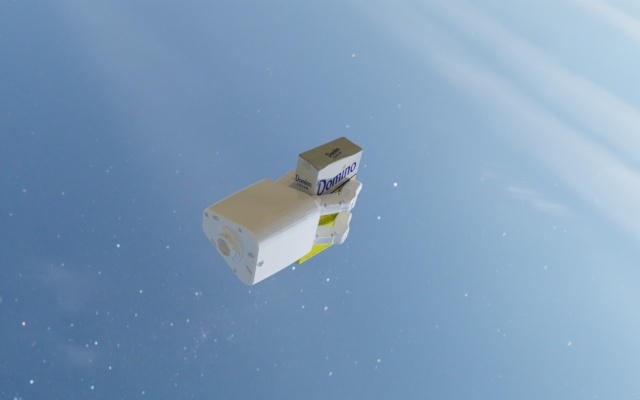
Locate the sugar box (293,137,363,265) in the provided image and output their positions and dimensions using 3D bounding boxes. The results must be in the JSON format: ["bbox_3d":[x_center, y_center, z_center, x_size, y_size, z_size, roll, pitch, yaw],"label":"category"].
[{"bbox_3d":[0.000,0.003,0.689,0.048,0.176,0.093,38,45,26],"label":"sugar box"}]
